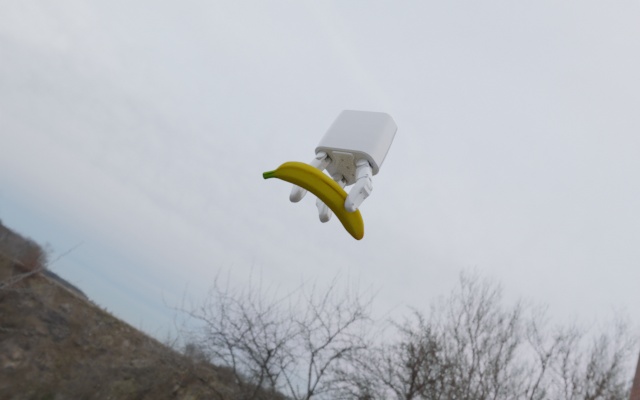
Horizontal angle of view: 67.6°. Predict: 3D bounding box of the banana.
[{"bbox_3d":[0.007,-0.006,0.756,0.198,0.037,0.070,35,-37,-13],"label":"banana"}]
